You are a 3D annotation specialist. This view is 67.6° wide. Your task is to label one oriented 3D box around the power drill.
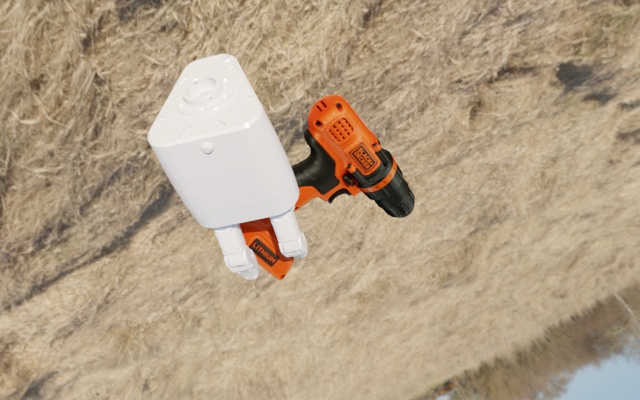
[{"bbox_3d":[0.000,0.002,0.530,0.184,0.187,0.057,46,6,-35],"label":"power drill"}]
